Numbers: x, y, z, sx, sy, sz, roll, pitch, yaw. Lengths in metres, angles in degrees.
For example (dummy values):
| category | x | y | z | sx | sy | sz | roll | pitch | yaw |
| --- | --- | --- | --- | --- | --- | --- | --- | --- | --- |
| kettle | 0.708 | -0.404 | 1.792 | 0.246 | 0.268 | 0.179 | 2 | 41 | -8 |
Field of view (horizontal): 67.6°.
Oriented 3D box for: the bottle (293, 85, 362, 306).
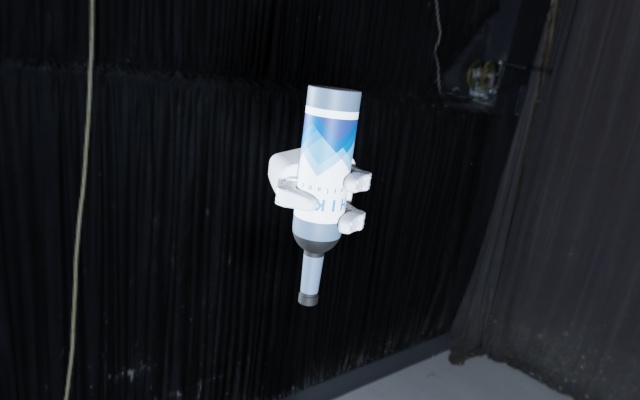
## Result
| category | x | y | z | sx | sy | sz | roll | pitch | yaw |
| --- | --- | --- | --- | --- | --- | --- | --- | --- | --- |
| bottle | 0.000 | 0.002 | 0.630 | 0.069 | 0.296 | 0.069 | 7 | 16 | -2 |
